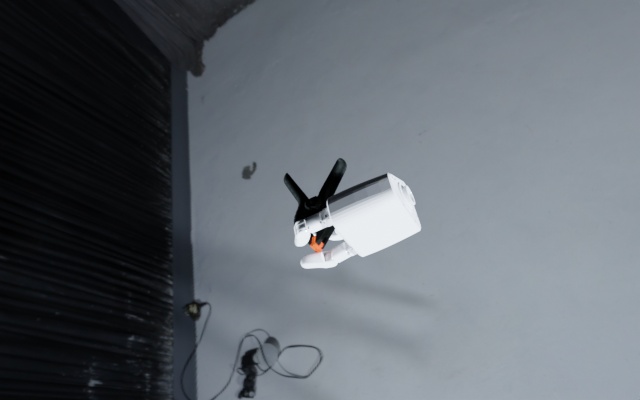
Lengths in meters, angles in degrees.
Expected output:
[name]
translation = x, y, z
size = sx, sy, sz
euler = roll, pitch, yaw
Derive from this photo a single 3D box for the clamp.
[clamp]
translation = 0.000, 0.003, 0.820
size = 0.120, 0.171, 0.039
euler = -25, -34, 19
